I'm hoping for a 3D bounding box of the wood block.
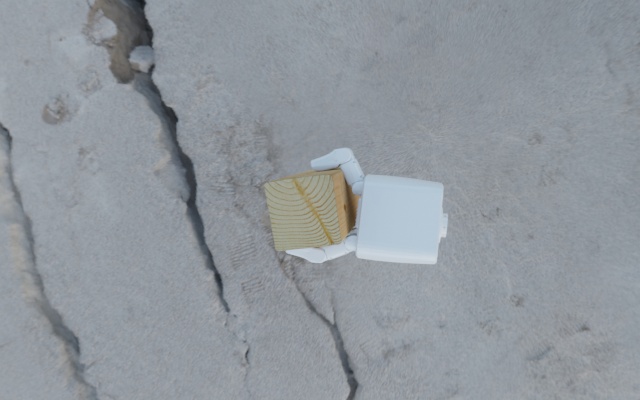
[{"bbox_3d":[0.000,0.002,0.691,0.090,0.091,0.206,-7,6,14],"label":"wood block"}]
